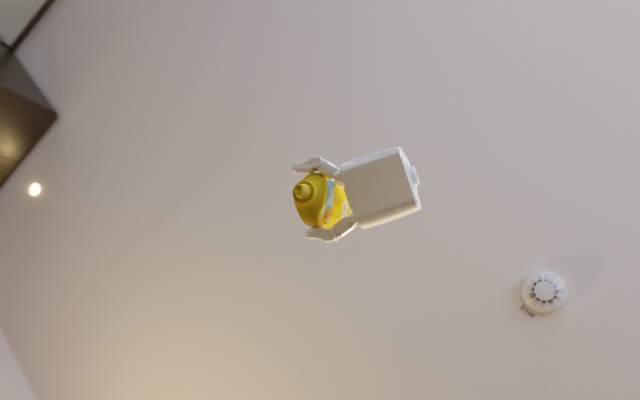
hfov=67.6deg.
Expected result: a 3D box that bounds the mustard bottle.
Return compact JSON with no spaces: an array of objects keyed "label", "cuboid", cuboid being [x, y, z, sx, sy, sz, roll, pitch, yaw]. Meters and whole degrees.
[{"label":"mustard bottle","cuboid":[0.000,0.003,0.857,0.058,0.096,0.192,6,-10,23]}]
